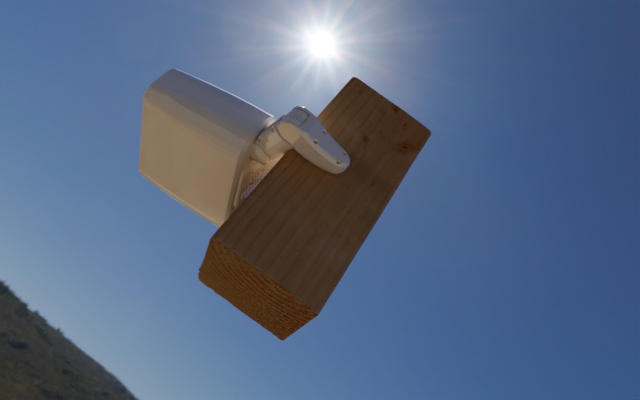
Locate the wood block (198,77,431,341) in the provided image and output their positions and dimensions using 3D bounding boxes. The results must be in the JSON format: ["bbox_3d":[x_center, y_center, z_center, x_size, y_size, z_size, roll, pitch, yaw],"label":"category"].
[{"bbox_3d":[0.000,0.001,0.407,0.090,0.206,0.091,36,-33,0],"label":"wood block"}]
